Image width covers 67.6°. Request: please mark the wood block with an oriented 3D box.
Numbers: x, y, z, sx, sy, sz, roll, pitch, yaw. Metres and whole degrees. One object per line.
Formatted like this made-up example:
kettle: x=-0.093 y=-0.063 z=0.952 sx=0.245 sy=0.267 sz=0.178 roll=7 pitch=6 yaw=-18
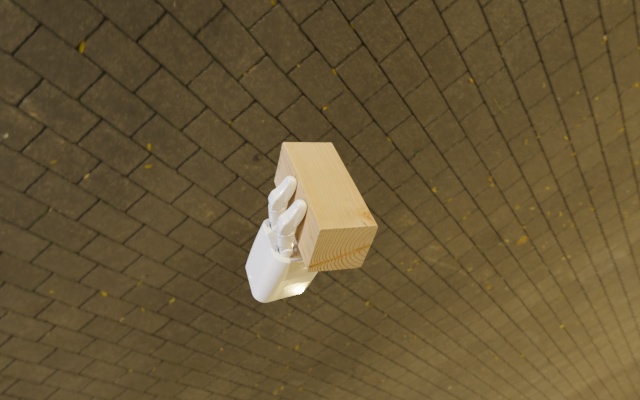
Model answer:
wood block: x=0.000 y=0.003 z=0.749 sx=0.091 sy=0.090 sz=0.206 roll=-2 pitch=42 yaw=-22
